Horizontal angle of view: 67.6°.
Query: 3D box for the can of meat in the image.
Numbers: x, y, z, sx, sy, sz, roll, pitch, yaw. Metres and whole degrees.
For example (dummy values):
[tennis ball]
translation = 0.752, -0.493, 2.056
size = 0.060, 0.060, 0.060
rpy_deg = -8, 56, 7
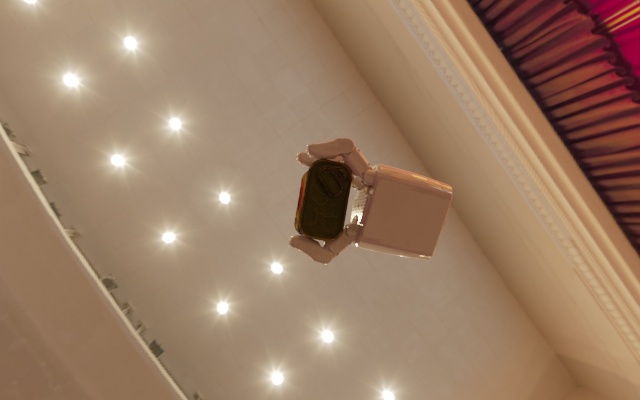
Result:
[can of meat]
translation = 0.000, 0.002, 0.638
size = 0.057, 0.102, 0.084
rpy_deg = 11, -5, -9
